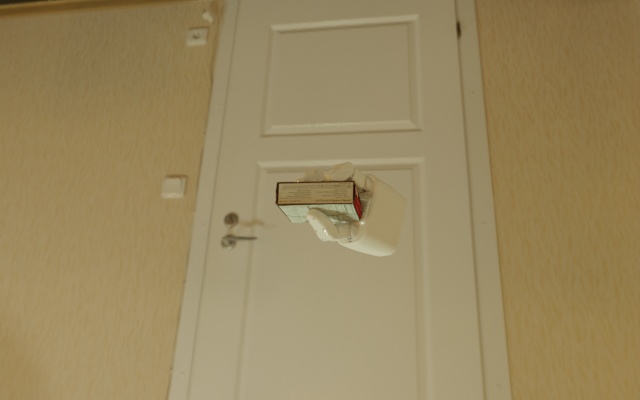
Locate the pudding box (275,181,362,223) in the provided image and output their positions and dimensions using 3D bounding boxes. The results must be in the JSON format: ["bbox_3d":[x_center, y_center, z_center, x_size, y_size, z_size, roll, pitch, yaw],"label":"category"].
[{"bbox_3d":[0.000,0.002,0.691,0.113,0.039,0.090,-3,-19,9],"label":"pudding box"}]
